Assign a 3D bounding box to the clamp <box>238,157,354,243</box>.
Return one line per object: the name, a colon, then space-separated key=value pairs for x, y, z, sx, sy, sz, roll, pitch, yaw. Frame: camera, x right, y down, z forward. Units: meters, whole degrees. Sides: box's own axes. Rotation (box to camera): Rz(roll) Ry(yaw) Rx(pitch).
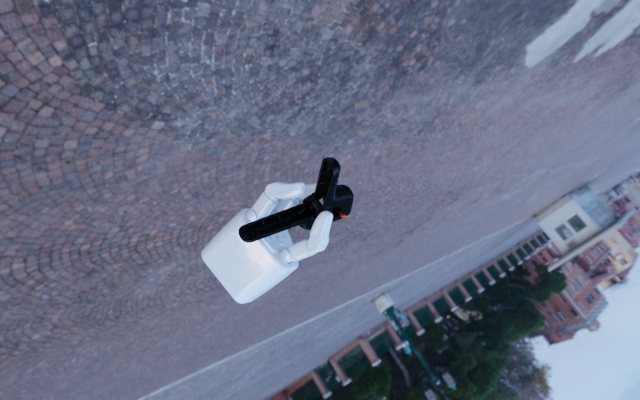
clamp: x=0.001 y=0.003 z=0.681 sx=0.164 sy=0.036 sz=0.210 roll=-40 pitch=-19 yaw=24
